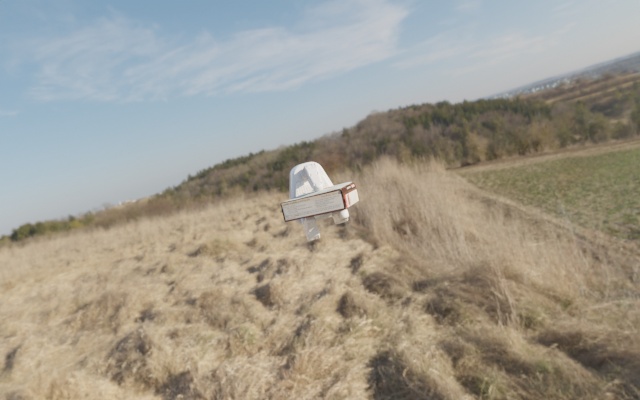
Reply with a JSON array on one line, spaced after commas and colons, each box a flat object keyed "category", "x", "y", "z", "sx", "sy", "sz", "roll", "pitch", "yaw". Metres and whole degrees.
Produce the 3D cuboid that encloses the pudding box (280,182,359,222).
[{"category": "pudding box", "x": 0.000, "y": 0.002, "z": 0.814, "sx": 0.113, "sy": 0.039, "sz": 0.090, "roll": -15, "pitch": 5, "yaw": 20}]
